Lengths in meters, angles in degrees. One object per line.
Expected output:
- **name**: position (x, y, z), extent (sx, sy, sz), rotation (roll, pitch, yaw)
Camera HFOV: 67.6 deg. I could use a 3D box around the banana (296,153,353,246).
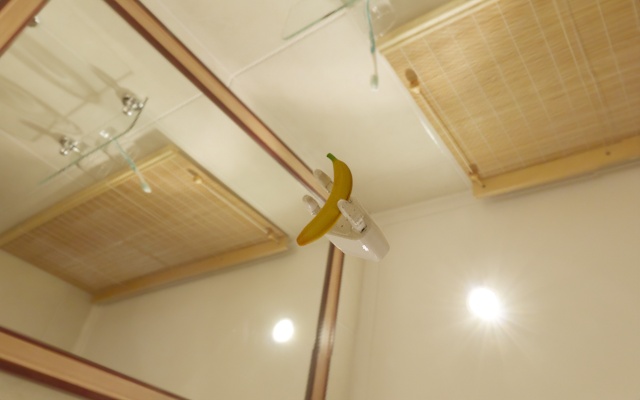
- **banana**: position (0.018, 0.002, 0.892), extent (0.069, 0.197, 0.037), rotation (8, -27, 27)
